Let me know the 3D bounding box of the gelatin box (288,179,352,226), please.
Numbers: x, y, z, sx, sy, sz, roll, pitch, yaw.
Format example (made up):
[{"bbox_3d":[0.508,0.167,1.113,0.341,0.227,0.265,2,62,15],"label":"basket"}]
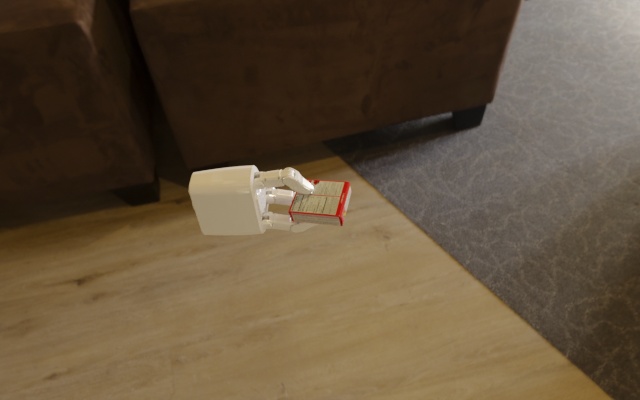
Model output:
[{"bbox_3d":[0.000,0.002,0.783,0.089,0.073,0.030,4,-38,18],"label":"gelatin box"}]
